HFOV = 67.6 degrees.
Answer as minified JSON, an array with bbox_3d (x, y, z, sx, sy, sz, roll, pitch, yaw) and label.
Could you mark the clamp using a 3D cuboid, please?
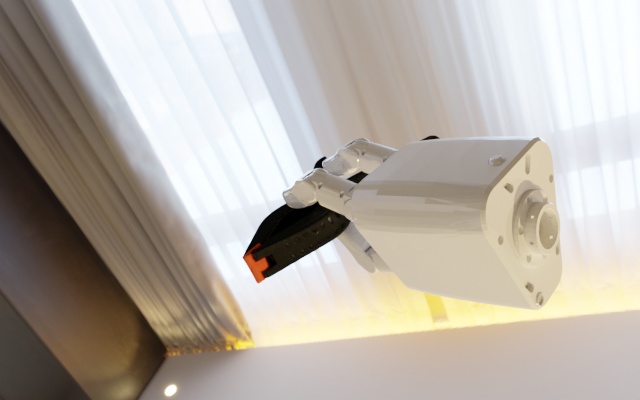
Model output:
[{"bbox_3d":[0.000,0.002,0.457,0.210,0.036,0.164,-39,21,-32],"label":"clamp"}]
